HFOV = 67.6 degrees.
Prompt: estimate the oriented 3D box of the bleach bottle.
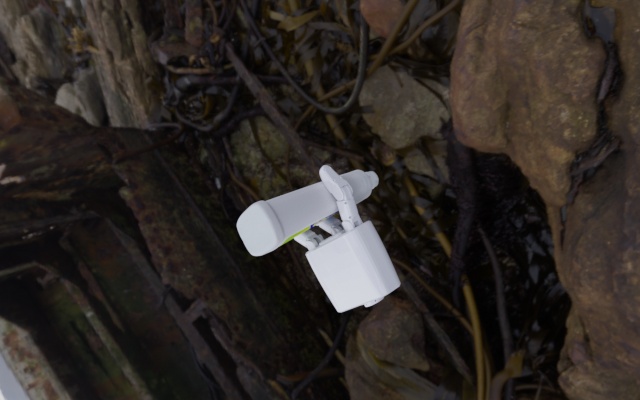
[{"bbox_3d":[0.000,0.002,0.733,0.251,0.068,0.102,-24,-6,-36],"label":"bleach bottle"}]
